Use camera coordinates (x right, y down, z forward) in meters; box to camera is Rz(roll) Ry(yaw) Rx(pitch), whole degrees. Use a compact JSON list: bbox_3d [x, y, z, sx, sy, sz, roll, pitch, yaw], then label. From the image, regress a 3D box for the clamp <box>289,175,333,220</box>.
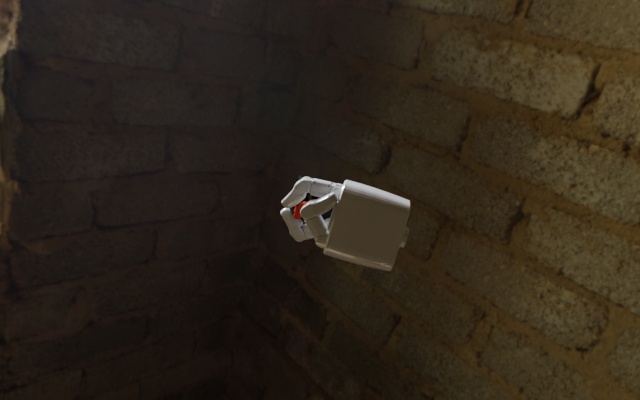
[{"bbox_3d":[0.000,0.002,0.820,0.120,0.039,0.171,16,20,4],"label":"clamp"}]
